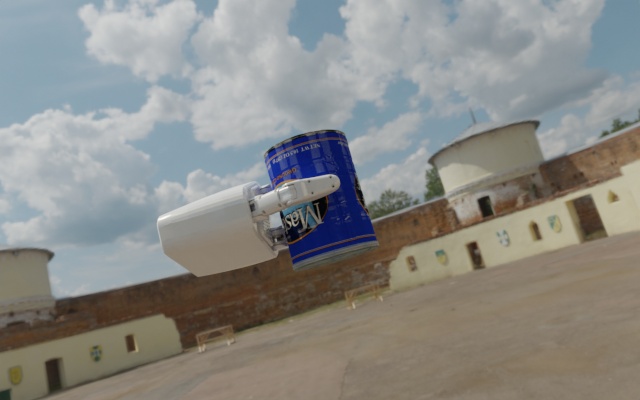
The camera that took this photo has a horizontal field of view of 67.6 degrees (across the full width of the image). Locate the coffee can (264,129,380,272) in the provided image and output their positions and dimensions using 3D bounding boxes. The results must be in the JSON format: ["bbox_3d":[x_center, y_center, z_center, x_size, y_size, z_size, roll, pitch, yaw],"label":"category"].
[{"bbox_3d":[0.000,0.002,0.561,0.103,0.140,0.103,-15,-11,-3],"label":"coffee can"}]
